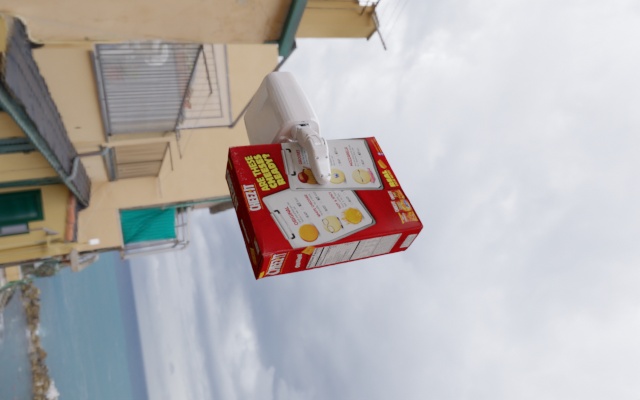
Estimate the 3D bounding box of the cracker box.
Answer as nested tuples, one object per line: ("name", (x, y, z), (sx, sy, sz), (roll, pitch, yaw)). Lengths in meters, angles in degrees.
("cracker box", (0.000, 0.002, 0.622), (0.213, 0.164, 0.072), (-8, -35, -22))
